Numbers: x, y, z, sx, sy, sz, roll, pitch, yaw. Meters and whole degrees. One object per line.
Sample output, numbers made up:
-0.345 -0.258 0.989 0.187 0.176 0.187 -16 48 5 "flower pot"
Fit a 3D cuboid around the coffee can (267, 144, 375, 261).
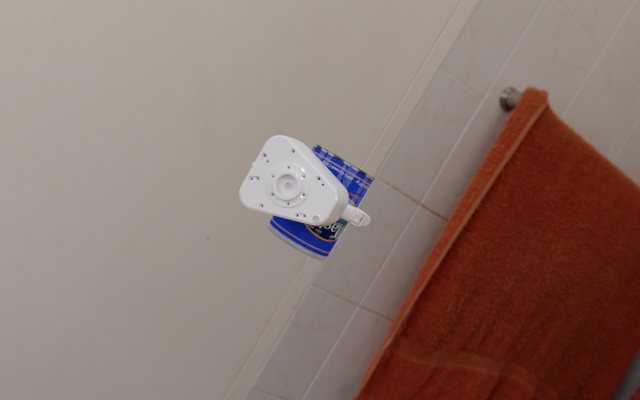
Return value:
0.000 0.002 0.705 0.103 0.140 0.103 30 4 -2 "coffee can"
